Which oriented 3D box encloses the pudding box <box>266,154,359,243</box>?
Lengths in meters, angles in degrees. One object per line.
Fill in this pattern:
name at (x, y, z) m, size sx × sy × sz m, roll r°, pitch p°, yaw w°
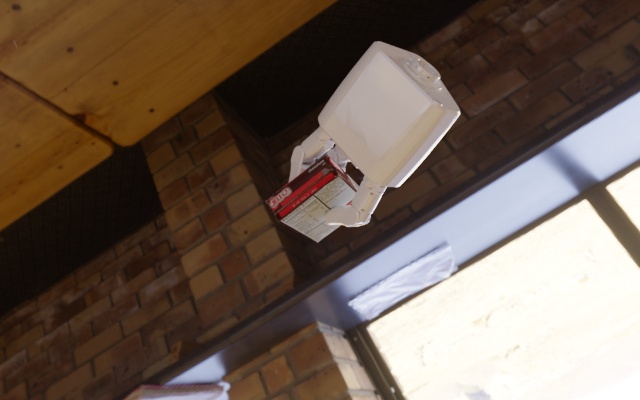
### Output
pudding box at (0.000, 0.002, 0.582) m, size 0.090 × 0.039 × 0.113 m, roll -36°, pitch -31°, yaw 9°
